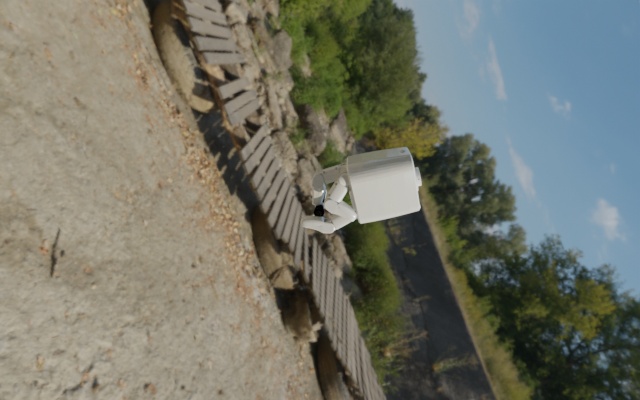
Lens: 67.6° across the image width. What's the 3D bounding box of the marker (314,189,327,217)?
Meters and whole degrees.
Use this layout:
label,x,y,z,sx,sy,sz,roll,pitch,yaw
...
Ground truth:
label,x,y,z,sx,sy,sz,roll,pitch,yaw
marker,0.000,0.003,0.883,0.020,0.020,0.121,0,20,3
